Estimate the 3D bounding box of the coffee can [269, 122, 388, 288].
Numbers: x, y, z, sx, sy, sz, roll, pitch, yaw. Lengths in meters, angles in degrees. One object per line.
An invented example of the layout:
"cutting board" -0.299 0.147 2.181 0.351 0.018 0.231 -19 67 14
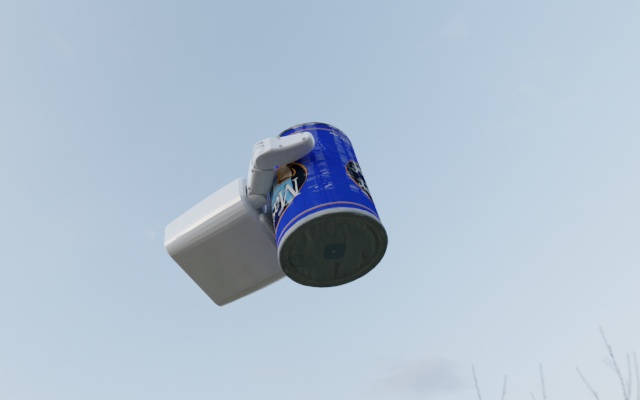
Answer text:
"coffee can" 0.000 0.002 0.485 0.103 0.103 0.140 0 42 -14
